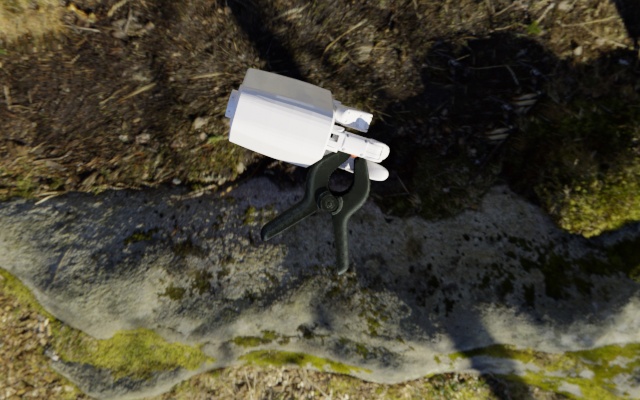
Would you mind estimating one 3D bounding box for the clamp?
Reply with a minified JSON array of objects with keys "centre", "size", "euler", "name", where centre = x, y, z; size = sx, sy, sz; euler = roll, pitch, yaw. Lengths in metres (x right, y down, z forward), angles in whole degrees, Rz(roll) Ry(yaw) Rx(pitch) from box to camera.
[{"centre":[0.000,0.002,0.591],"size":[0.120,0.171,0.039],"euler":[16,12,-11],"name":"clamp"}]
